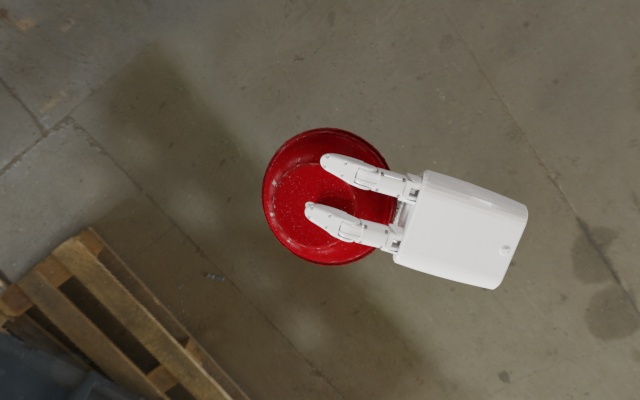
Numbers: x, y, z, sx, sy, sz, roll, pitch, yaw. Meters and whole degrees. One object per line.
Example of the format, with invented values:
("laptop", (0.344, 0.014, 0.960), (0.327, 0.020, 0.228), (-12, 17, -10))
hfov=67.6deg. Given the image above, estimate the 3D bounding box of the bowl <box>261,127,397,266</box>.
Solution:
("bowl", (-0.001, 0.002, 0.525), (0.162, 0.162, 0.055), (0, 10, 16))
